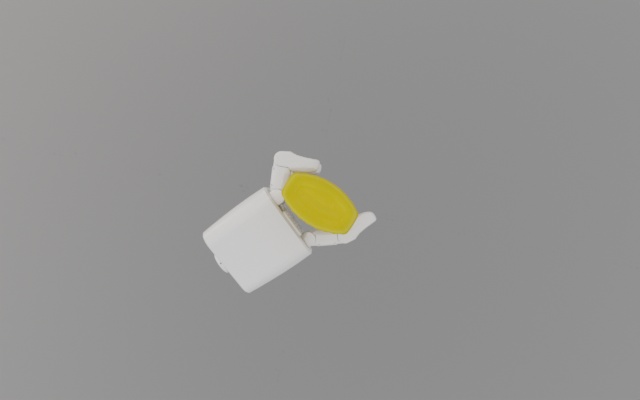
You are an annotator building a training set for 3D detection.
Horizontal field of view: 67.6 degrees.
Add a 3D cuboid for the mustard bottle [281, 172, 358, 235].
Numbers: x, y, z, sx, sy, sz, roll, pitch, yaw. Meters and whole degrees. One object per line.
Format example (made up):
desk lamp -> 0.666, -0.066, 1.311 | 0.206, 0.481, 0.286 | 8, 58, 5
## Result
mustard bottle -> 0.000, 0.002, 0.660 | 0.096, 0.058, 0.191 | 31, 1, 0
